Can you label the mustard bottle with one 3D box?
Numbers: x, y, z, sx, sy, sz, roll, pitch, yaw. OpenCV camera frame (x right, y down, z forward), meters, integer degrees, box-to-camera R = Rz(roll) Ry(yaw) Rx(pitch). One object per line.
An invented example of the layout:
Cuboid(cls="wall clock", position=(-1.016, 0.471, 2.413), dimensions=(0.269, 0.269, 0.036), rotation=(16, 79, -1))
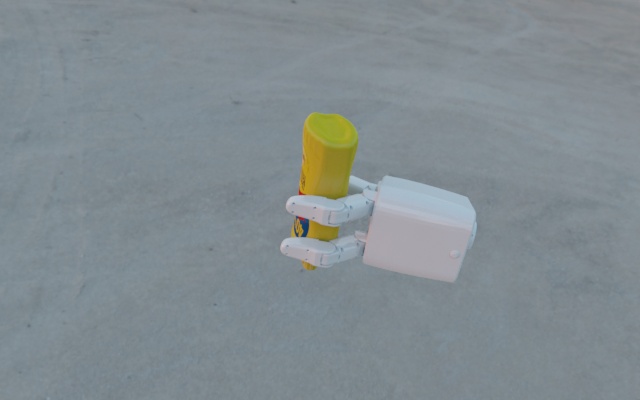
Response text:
Cuboid(cls="mustard bottle", position=(0.000, 0.002, 0.559), dimensions=(0.058, 0.192, 0.096), rotation=(1, 31, -12))
